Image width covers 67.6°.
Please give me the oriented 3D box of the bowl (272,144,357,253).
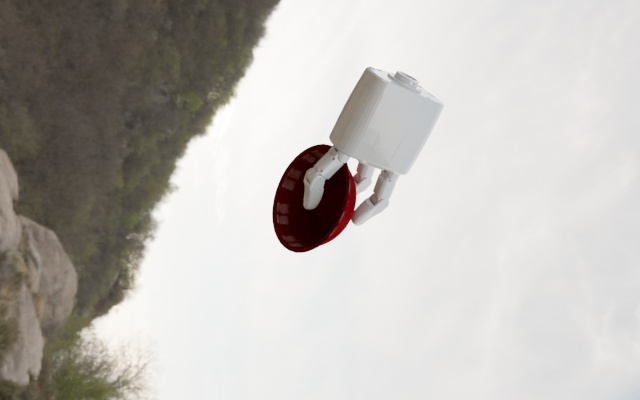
[{"bbox_3d":[0.000,0.003,0.697,0.055,0.162,0.162,21,-14,-41],"label":"bowl"}]
